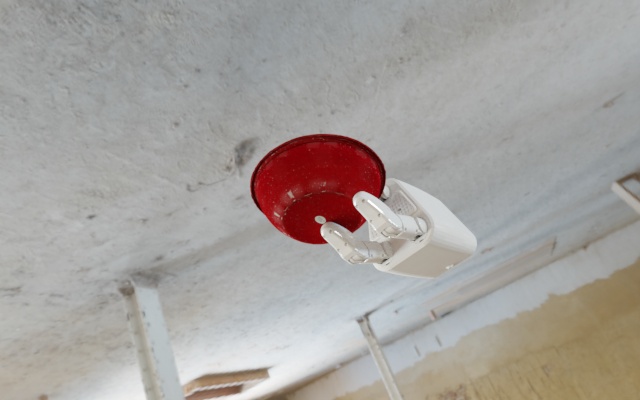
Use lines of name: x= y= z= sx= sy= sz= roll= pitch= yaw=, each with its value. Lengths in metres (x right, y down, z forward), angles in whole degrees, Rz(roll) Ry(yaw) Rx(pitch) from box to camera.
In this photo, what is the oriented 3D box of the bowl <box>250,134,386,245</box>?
bowl: x=-0.001 y=0.002 z=0.549 sx=0.162 sy=0.055 sz=0.162 roll=-4 pitch=-42 yaw=-3
